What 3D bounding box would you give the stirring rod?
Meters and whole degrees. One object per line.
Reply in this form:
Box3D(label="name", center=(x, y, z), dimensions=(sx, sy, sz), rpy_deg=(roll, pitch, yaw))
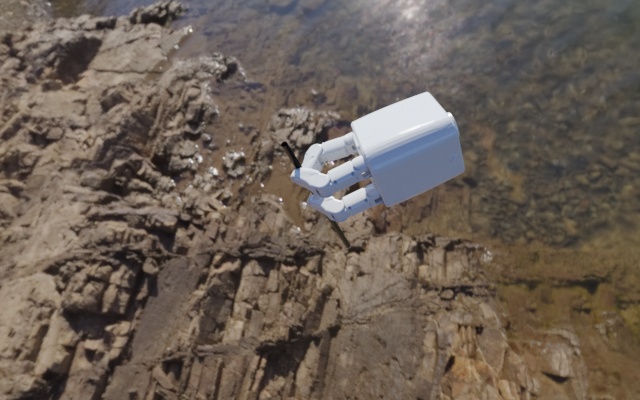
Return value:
Box3D(label="stirring rod", center=(0.000, 0.002, 0.640), dimensions=(0.011, 0.011, 0.240), rpy_deg=(0, -34, 25))
